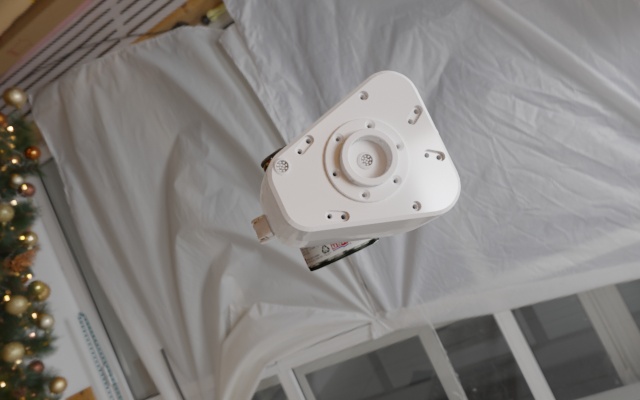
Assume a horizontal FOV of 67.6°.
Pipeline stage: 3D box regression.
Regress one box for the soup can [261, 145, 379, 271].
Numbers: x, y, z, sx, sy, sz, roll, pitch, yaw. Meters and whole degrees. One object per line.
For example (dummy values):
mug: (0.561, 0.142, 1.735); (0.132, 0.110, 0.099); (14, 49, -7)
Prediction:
soup can: (0.000, 0.002, 0.413); (0.068, 0.102, 0.068); (-25, -5, -2)
